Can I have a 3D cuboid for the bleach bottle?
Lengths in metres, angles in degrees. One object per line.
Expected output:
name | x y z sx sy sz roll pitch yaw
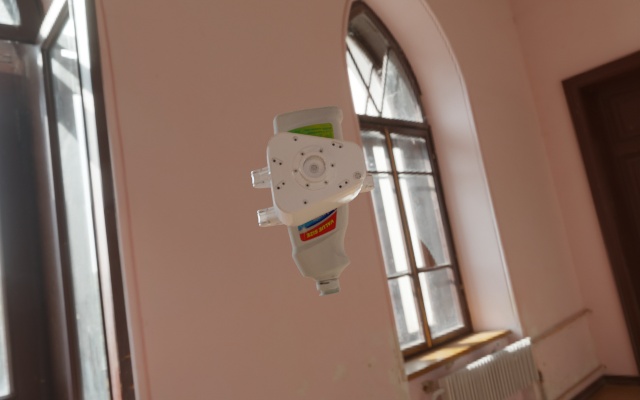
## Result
bleach bottle | 0.000 0.002 0.659 0.102 0.251 0.068 -9 -8 -3
